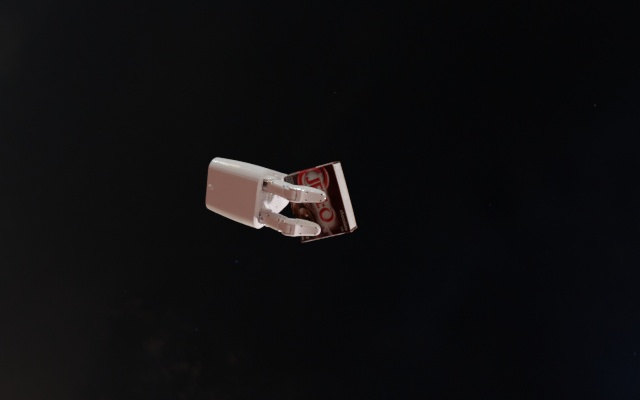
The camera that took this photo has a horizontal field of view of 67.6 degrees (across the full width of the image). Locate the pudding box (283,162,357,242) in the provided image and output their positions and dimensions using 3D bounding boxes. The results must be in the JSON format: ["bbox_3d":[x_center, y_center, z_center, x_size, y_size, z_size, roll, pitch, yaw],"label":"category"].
[{"bbox_3d":[0.000,0.002,0.764,0.090,0.113,0.039,-14,5,26],"label":"pudding box"}]
